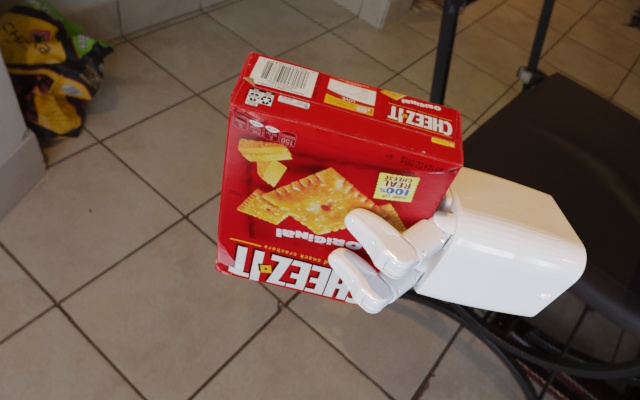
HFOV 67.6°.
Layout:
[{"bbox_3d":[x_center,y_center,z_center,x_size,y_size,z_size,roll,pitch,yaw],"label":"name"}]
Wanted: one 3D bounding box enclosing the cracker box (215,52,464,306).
[{"bbox_3d":[0.000,0.001,0.408,0.164,0.072,0.214,15,-42,-3],"label":"cracker box"}]
